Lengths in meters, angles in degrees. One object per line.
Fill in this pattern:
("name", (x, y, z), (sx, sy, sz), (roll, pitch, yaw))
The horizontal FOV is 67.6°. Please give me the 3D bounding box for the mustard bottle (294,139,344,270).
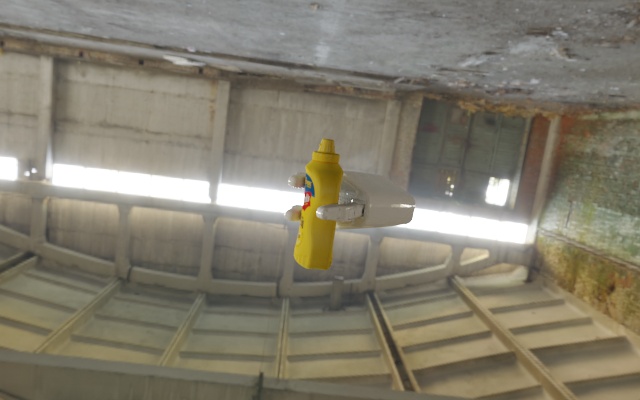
("mustard bottle", (0.000, 0.003, 0.728), (0.058, 0.191, 0.096), (6, 9, -10))
